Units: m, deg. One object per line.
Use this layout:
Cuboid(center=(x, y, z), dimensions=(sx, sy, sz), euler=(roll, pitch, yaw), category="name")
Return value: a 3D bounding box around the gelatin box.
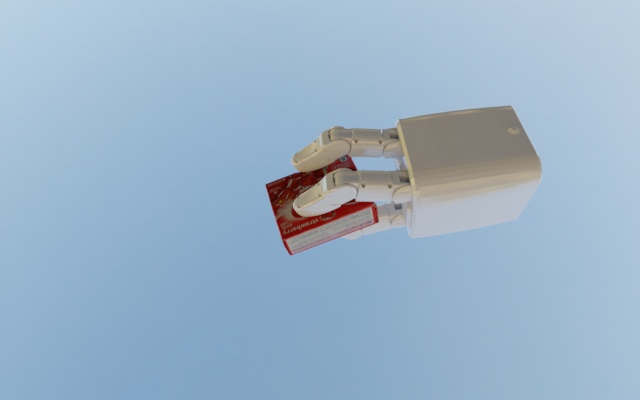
Cuboid(center=(0.000, 0.002, 0.444), dimensions=(0.089, 0.073, 0.030), euler=(-21, -41, -1), category="gelatin box")
